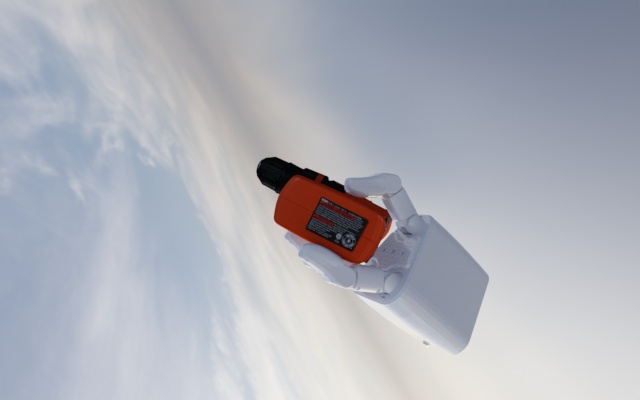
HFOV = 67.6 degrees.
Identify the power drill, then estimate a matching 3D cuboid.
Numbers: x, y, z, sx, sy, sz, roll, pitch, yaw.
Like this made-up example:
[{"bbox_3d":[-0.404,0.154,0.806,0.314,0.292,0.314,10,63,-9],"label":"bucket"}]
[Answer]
[{"bbox_3d":[0.000,0.002,0.534,0.184,0.057,0.187,25,8,1],"label":"power drill"}]
